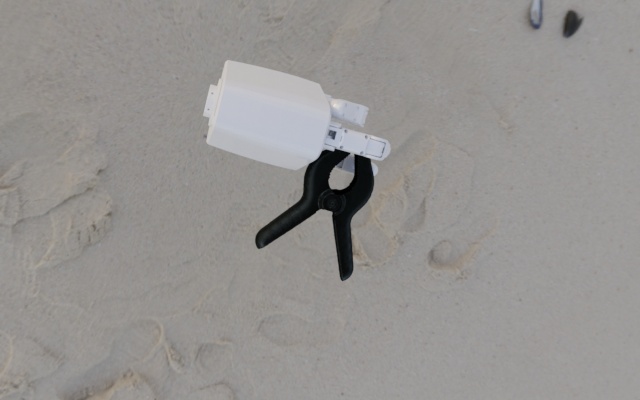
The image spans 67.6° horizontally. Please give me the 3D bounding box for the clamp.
[{"bbox_3d":[0.000,0.002,0.537,0.120,0.171,0.039,13,10,-16],"label":"clamp"}]
